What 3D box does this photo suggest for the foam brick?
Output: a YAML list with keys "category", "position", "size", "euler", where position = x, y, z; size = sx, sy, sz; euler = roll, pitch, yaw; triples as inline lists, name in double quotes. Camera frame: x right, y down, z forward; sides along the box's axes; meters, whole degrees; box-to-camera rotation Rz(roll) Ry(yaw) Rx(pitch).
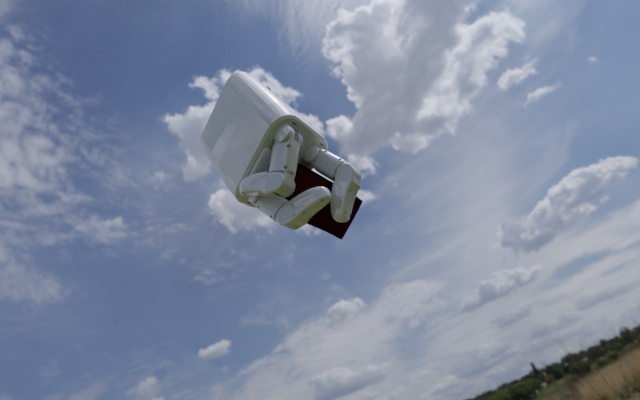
- category: "foam brick"
  position: [0.000, 0.002, 0.532]
  size: [0.051, 0.053, 0.078]
  euler: [31, 1, 36]
